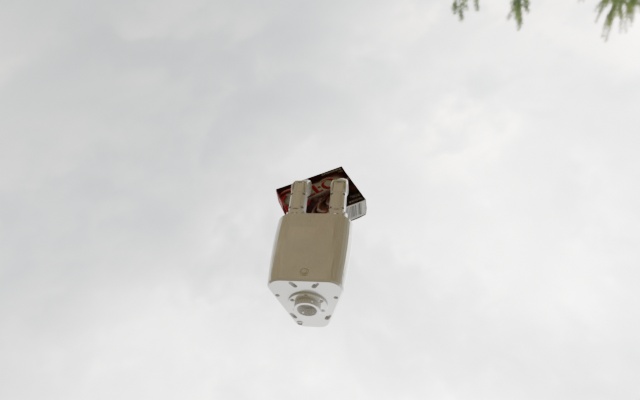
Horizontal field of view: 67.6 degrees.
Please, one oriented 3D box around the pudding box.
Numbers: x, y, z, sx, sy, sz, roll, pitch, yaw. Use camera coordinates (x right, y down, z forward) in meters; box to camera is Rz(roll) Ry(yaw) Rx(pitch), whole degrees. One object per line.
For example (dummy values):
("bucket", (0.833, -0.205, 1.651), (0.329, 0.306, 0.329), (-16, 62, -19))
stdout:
("pudding box", (0.000, 0.002, 0.710), (0.113, 0.039, 0.090), (-19, 43, -12))
